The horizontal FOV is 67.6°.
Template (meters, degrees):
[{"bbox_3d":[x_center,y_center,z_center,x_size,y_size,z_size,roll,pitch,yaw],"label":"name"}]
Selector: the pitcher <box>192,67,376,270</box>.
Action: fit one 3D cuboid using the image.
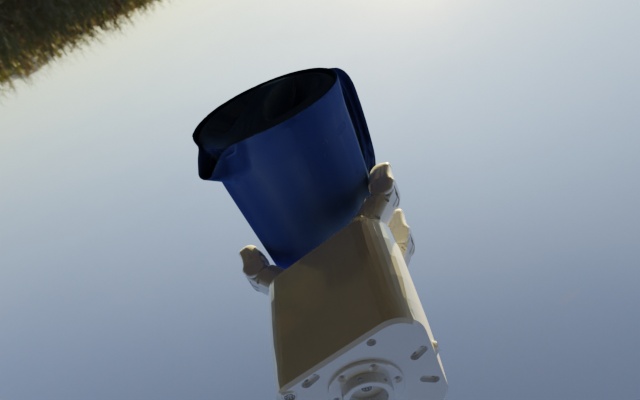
[{"bbox_3d":[0.000,0.002,0.464,0.149,0.243,0.145,-23,30,4],"label":"pitcher"}]
